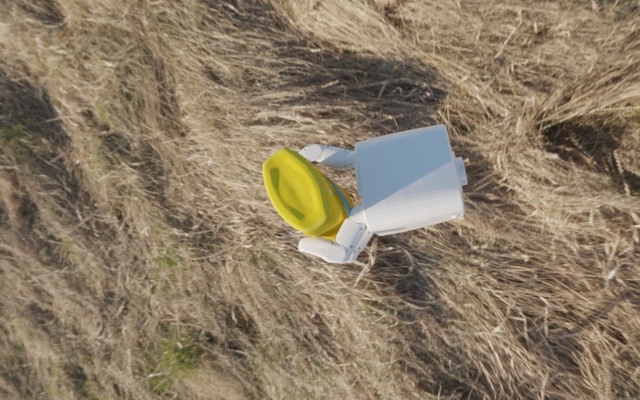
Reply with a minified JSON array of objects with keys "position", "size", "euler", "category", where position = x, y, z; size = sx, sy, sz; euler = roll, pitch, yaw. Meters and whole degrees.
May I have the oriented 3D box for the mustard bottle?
[{"position":[0.000,0.002,0.574],"size":[0.058,0.096,0.192],"euler":[-37,-17,9],"category":"mustard bottle"}]
